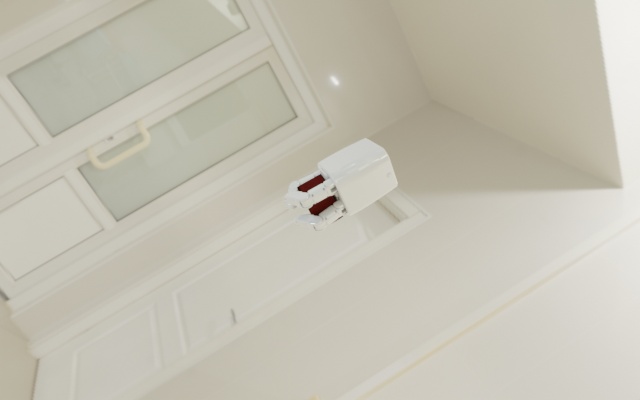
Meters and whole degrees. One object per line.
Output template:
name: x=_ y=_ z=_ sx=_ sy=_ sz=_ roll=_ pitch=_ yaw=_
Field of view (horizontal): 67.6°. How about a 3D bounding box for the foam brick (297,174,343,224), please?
foam brick: x=0.000 y=0.003 z=0.877 sx=0.051 sy=0.078 sz=0.053 roll=-29 pitch=42 yaw=-3
